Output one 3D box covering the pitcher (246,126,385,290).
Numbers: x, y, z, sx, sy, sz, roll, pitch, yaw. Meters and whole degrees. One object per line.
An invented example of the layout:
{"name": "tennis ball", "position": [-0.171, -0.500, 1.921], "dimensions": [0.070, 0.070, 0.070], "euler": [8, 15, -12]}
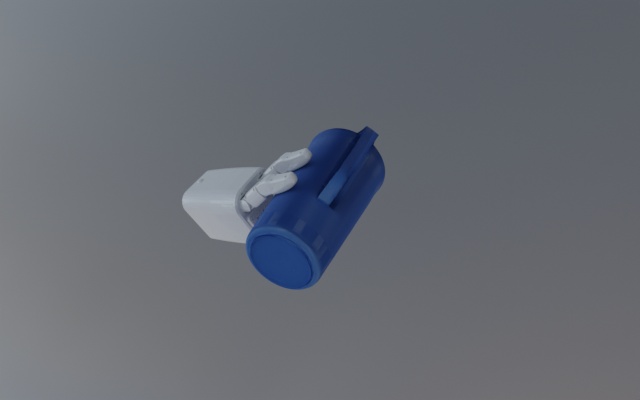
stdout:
{"name": "pitcher", "position": [0.000, 0.002, 0.680], "dimensions": [0.145, 0.149, 0.242], "euler": [2, 37, 27]}
